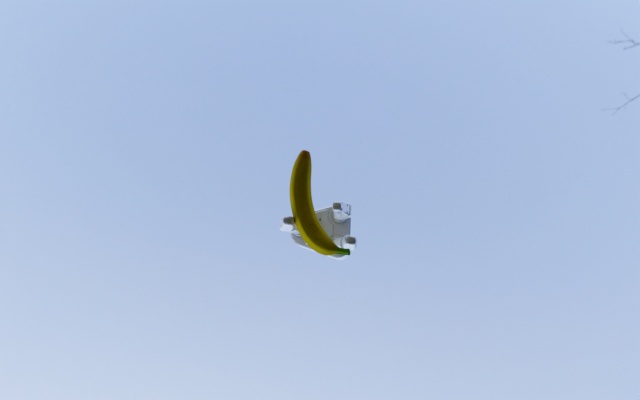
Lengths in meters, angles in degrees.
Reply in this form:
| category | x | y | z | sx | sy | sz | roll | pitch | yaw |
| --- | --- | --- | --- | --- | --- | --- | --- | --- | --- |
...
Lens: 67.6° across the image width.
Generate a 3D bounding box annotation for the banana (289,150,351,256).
| category | x | y | z | sx | sy | sz | roll | pitch | yaw |
| --- | --- | --- | --- | --- | --- | --- | --- | --- | --- |
| banana | -0.016 | 0.013 | 0.798 | 0.069 | 0.197 | 0.037 | -24 | -15 | 5 |
